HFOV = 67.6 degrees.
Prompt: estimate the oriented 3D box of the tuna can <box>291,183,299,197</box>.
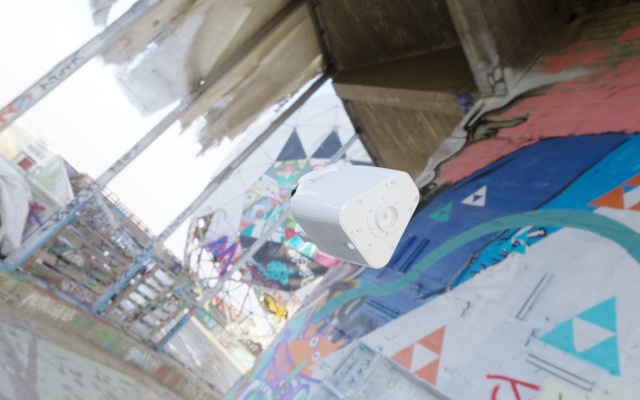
[{"bbox_3d":[0.000,0.002,0.697,0.086,0.033,0.086,34,-21,15],"label":"tuna can"}]
